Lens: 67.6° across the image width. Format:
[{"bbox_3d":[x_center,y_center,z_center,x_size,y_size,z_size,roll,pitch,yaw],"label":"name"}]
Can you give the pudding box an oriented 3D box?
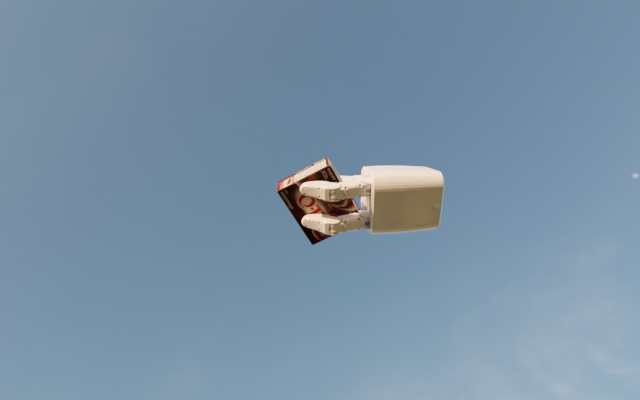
[{"bbox_3d":[0.000,0.002,0.727,0.090,0.113,0.039,-27,24,12],"label":"pudding box"}]
